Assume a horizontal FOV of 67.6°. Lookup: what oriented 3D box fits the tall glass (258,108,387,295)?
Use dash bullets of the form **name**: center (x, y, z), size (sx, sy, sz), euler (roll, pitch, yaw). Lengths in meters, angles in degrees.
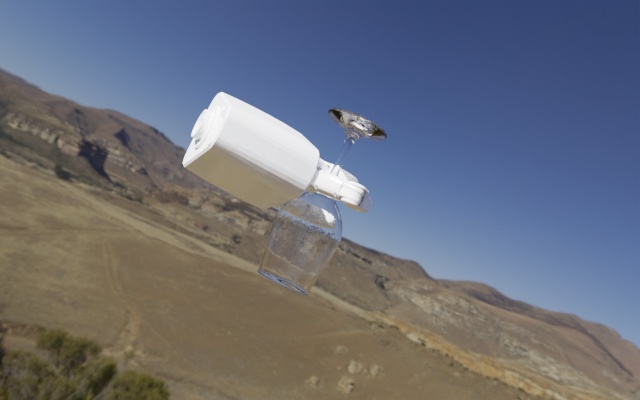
- **tall glass**: center (0.001, 0.001, 0.539), size (0.079, 0.201, 0.079), euler (25, -5, 3)
